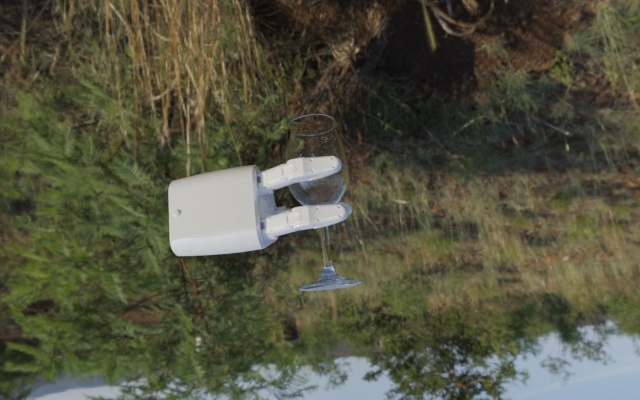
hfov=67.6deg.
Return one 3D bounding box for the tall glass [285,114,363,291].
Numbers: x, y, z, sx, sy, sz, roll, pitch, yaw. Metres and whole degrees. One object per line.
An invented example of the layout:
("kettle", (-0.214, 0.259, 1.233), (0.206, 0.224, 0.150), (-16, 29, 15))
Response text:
("tall glass", (0.000, 0.003, 0.566), (0.079, 0.201, 0.079), (-6, -15, -2))
